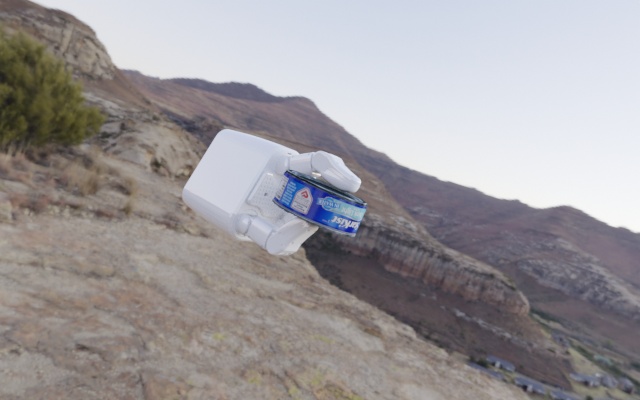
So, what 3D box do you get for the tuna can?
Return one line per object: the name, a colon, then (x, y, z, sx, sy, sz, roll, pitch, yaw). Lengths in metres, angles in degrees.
tuna can: (0.000, 0.001, 0.452, 0.086, 0.034, 0.086, 23, 6, -2)
